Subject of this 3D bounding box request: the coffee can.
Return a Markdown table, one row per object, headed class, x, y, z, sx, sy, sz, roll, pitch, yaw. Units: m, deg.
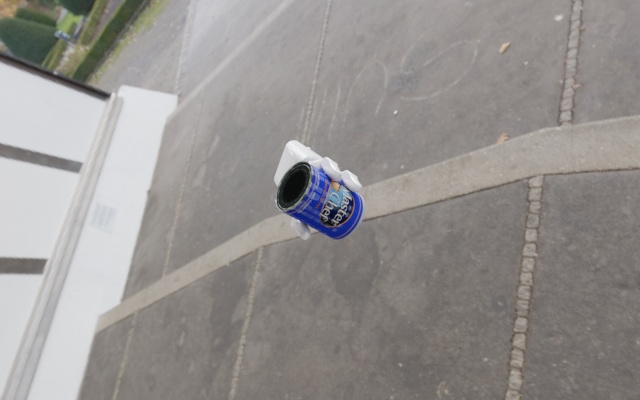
| class | x | y | z | sx | sy | sz | roll | pitch | yaw |
| --- | --- | --- | --- | --- | --- | --- | --- | --- | --- |
| coffee can | 0.000 | 0.003 | 0.897 | 0.140 | 0.102 | 0.103 | 30 | -18 | -34 |
